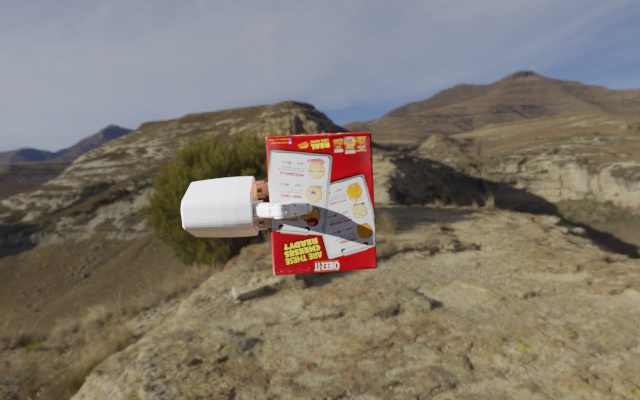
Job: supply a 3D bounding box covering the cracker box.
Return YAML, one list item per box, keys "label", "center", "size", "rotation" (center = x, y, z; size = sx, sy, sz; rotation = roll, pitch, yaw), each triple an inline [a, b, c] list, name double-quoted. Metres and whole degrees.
- label: "cracker box"
  center: [0.000, 0.002, 0.760]
  size: [0.164, 0.214, 0.072]
  rotation: [-3, 5, -3]
